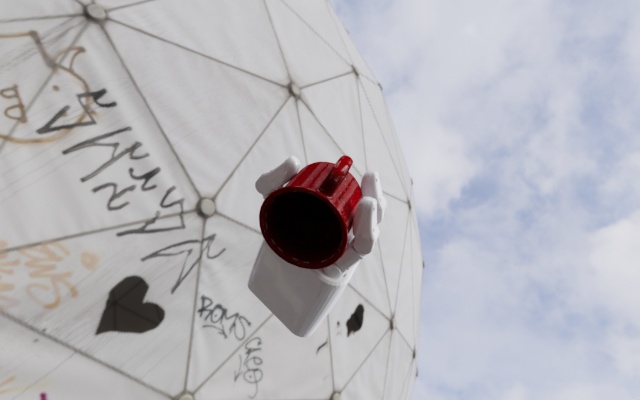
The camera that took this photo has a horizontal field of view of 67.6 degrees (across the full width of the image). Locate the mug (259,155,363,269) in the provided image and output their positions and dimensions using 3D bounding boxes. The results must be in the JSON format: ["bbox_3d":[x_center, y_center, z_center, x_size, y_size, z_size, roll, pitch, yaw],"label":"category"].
[{"bbox_3d":[0.001,0.000,0.489,0.093,0.117,0.081,31,34,4],"label":"mug"}]
